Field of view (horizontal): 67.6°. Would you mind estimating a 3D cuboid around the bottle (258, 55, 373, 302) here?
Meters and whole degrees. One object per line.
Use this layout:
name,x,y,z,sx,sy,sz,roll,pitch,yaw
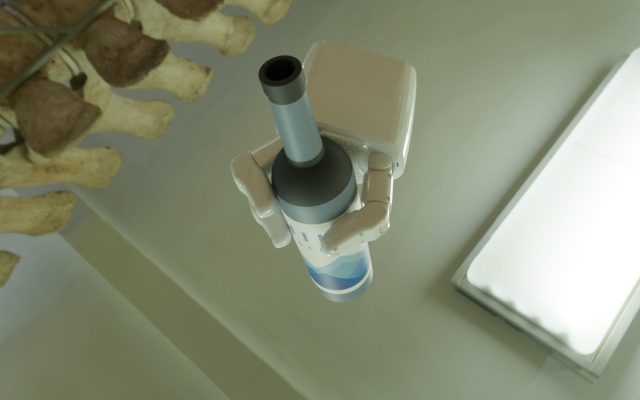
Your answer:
bottle,0.000,0.002,0.409,0.069,0.069,0.296,0,-33,12
